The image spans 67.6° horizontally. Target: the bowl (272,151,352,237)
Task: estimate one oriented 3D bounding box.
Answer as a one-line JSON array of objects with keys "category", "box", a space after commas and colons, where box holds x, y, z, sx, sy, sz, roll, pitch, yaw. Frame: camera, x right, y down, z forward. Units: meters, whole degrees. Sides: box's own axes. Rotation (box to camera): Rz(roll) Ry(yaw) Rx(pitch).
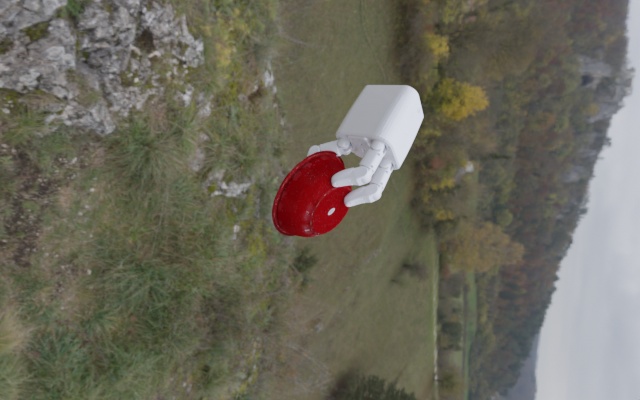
[{"category": "bowl", "box": [0.000, 0.004, 0.776, 0.055, 0.162, 0.162, 37, 22, 33]}]
